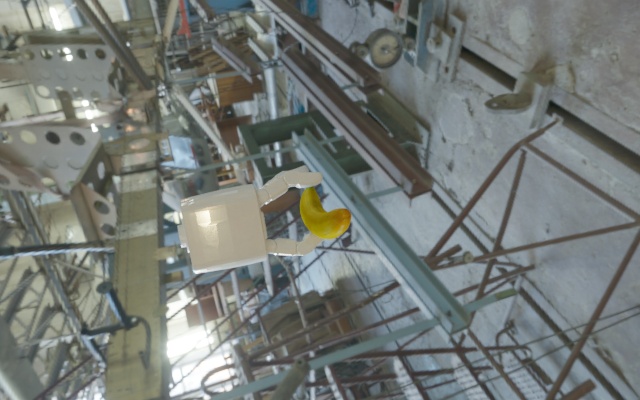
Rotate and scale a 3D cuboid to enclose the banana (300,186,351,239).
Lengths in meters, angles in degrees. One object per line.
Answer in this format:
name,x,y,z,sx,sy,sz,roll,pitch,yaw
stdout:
banana,0.000,0.019,0.684,0.037,0.070,0.197,-9,19,-15
